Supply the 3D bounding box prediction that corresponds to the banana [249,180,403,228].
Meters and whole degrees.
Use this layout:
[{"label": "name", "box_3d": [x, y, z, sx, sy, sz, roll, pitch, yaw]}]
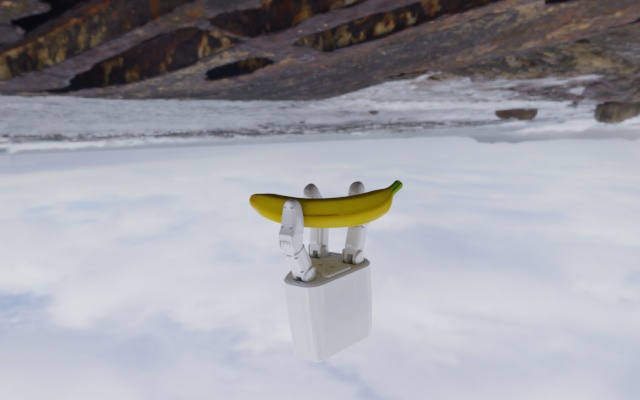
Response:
[{"label": "banana", "box_3d": [0.001, 0.009, 0.582, 0.198, 0.037, 0.069, -3, 21, 11]}]
